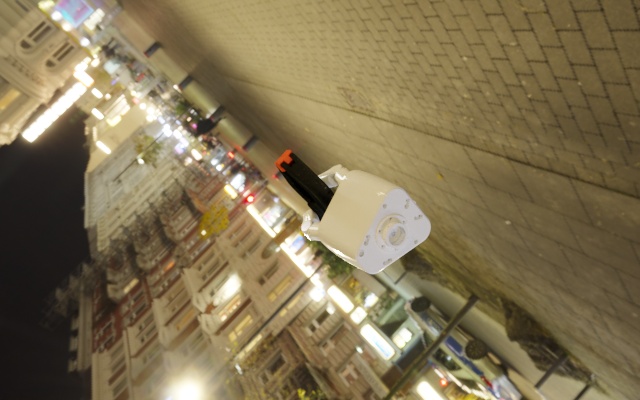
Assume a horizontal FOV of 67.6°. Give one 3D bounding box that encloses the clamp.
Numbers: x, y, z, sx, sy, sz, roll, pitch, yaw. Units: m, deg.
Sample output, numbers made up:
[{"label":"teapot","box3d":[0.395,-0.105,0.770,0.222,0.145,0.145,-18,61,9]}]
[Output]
[{"label":"clamp","box3d":[-0.001,0.003,0.734,0.210,0.036,0.164,47,-12,-27]}]
